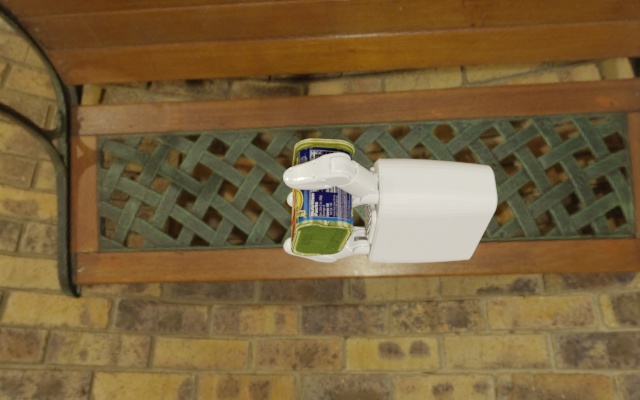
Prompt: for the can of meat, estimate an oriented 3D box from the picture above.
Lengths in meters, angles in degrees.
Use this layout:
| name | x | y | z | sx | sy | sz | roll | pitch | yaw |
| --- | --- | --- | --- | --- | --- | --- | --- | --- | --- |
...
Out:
| name | x | y | z | sx | sy | sz | roll | pitch | yaw |
| --- | --- | --- | --- | --- | --- | --- | --- | --- | --- |
| can of meat | 0.000 | 0.002 | 0.464 | 0.057 | 0.084 | 0.102 | 3 | -22 | -6 |
